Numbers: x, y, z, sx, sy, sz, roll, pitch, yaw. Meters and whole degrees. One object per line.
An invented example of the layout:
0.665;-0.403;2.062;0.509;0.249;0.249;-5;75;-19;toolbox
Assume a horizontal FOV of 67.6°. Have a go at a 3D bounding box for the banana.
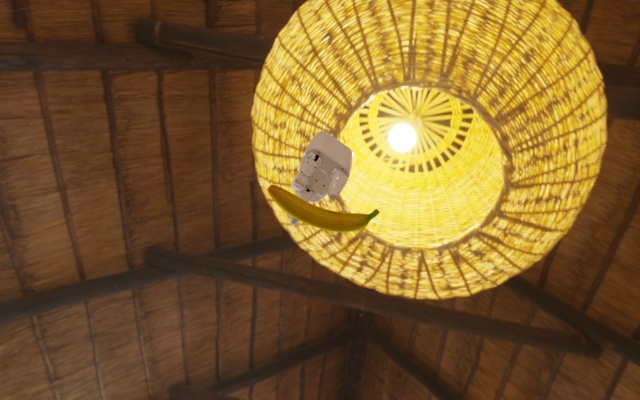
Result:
0.001;0.019;0.841;0.198;0.070;0.037;12;31;4;banana
